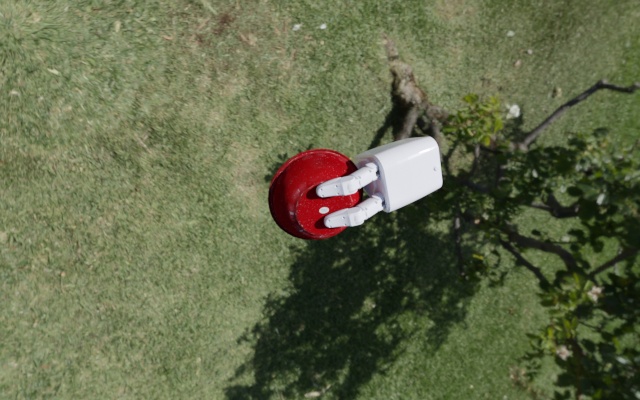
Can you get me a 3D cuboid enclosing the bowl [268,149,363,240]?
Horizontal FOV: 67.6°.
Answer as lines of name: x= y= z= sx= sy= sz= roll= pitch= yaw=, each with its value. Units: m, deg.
bowl: x=-0.001 y=0.003 z=0.758 sx=0.162 sy=0.162 sz=0.055 roll=0 pitch=24 yaw=-16
